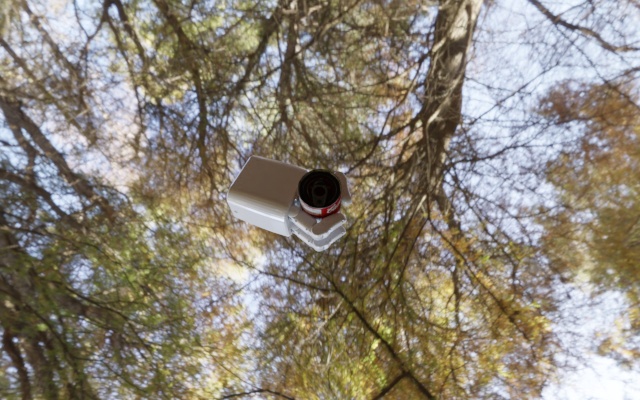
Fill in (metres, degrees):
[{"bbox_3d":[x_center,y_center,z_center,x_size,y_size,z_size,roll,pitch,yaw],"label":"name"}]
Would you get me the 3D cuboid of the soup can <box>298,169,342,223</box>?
[{"bbox_3d":[0.001,0.003,0.776,0.068,0.068,0.102,0,-25,2],"label":"soup can"}]
